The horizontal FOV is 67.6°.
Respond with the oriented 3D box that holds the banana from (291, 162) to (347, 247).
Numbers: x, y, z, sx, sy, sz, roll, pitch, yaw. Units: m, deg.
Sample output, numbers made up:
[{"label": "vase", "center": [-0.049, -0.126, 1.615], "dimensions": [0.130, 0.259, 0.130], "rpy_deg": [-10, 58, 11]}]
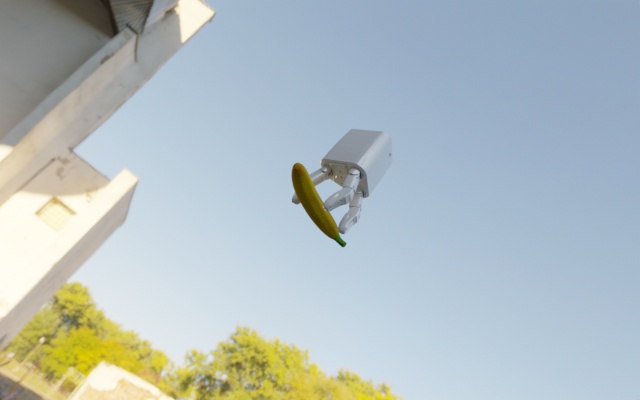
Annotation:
[{"label": "banana", "center": [-0.010, 0.003, 0.889], "dimensions": [0.037, 0.198, 0.069], "rpy_deg": [-46, 32, -23]}]
